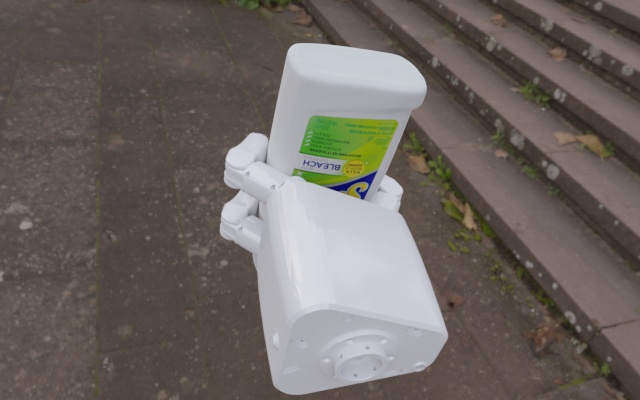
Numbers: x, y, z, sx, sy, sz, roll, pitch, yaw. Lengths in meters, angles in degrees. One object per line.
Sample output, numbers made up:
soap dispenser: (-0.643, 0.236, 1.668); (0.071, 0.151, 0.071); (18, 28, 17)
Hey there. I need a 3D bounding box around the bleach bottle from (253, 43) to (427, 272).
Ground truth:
bleach bottle: (0.000, 0.001, 0.407); (0.102, 0.251, 0.068); (3, 39, -14)
